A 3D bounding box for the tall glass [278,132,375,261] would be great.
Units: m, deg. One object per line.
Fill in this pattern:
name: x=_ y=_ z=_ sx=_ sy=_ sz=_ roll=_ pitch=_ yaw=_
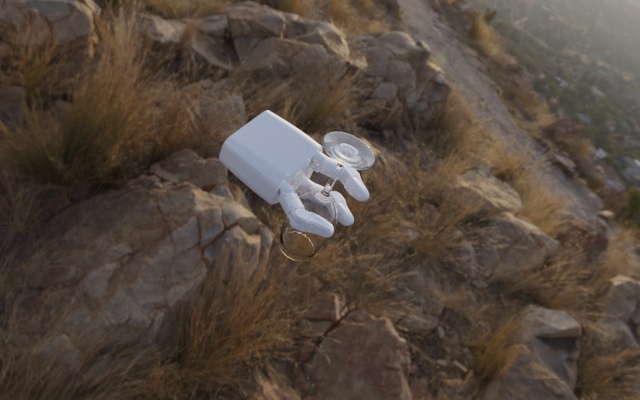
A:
tall glass: x=0.000 y=0.002 z=0.684 sx=0.079 sy=0.079 sz=0.201 roll=0 pitch=-44 yaw=-31
